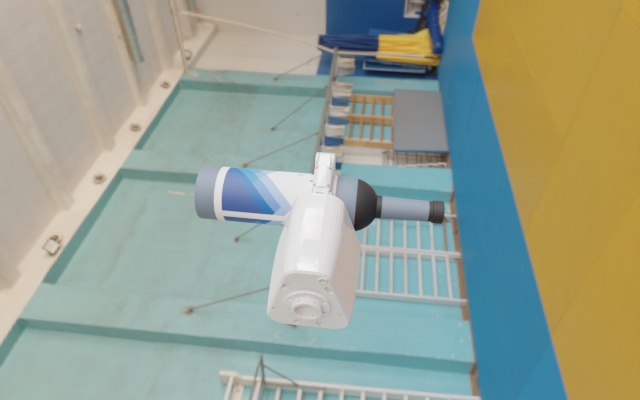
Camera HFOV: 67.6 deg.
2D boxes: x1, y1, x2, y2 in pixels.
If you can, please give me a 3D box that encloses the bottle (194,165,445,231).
[{"bbox_3d":[0.000,0.002,0.583,0.296,0.069,0.069,5,0,5],"label":"bottle"}]
